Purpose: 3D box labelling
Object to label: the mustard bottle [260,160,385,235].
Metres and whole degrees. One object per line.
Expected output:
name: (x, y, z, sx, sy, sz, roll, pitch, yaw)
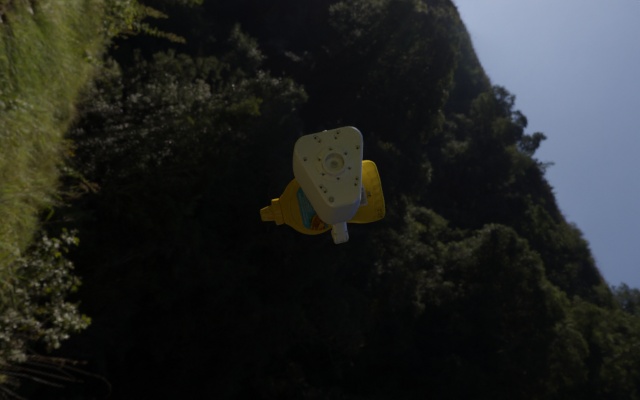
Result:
mustard bottle: (0.000, 0.002, 0.754, 0.191, 0.096, 0.058, -13, 12, -4)
